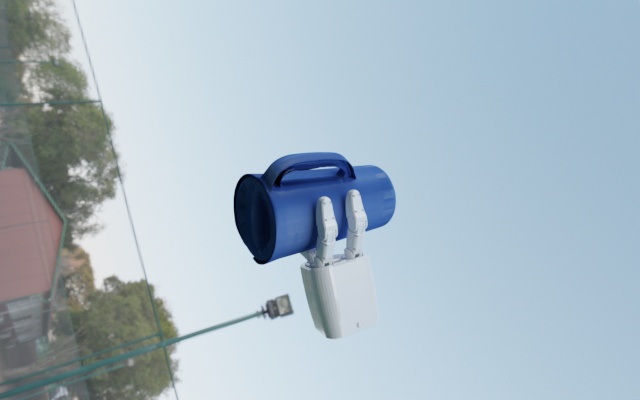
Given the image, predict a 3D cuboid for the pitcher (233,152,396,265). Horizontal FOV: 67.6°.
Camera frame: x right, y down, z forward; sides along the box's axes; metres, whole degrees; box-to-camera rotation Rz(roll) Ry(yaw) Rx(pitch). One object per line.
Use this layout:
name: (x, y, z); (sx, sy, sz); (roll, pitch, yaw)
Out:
pitcher: (0.000, 0.003, 0.739); (0.243, 0.145, 0.149); (-11, 1, -33)
